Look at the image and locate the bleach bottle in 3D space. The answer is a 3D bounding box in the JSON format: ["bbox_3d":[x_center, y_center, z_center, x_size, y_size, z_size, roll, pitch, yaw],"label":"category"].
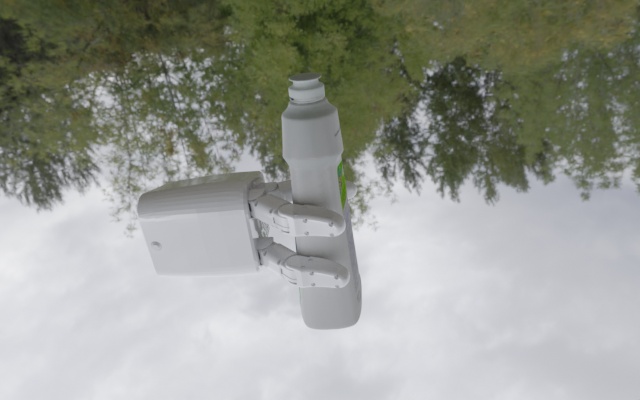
[{"bbox_3d":[0.000,0.002,0.470,0.068,0.251,0.102,-5,27,4],"label":"bleach bottle"}]
